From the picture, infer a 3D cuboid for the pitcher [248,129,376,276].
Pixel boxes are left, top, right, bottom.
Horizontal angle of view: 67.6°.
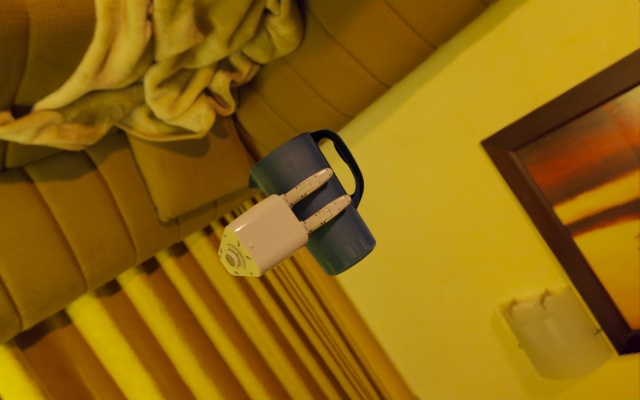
[{"bbox_3d":[0.000,0.003,0.850,0.145,0.243,0.149,-35,0,-37],"label":"pitcher"}]
